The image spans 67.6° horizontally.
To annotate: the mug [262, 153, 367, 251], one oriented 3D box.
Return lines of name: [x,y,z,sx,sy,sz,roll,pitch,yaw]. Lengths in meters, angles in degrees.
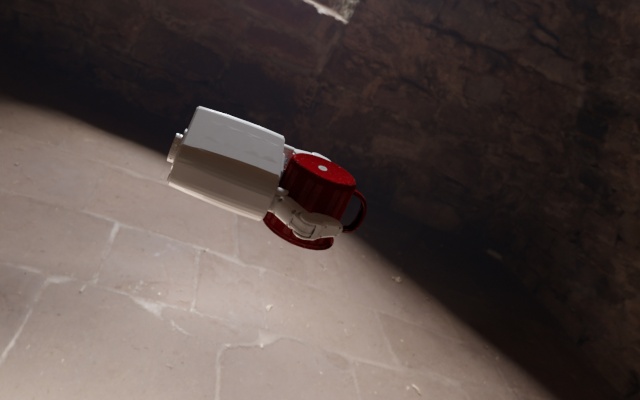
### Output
mug: [0.001,0.002,0.554,0.117,0.081,0.093,19,21,-16]
